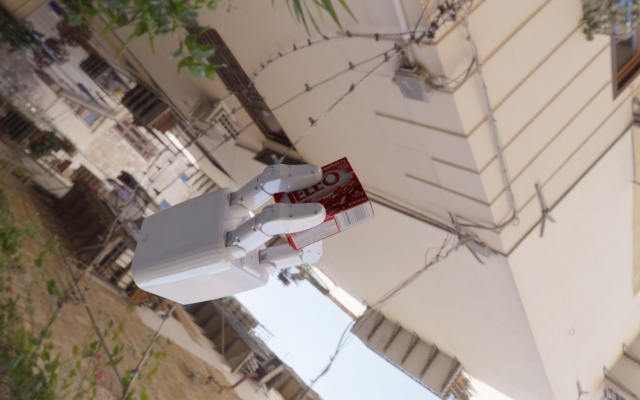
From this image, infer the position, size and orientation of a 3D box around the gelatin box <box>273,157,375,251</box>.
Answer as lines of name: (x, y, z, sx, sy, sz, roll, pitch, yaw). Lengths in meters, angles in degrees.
gelatin box: (0.001, 0.002, 0.485, 0.089, 0.030, 0.073, -23, 44, -1)
